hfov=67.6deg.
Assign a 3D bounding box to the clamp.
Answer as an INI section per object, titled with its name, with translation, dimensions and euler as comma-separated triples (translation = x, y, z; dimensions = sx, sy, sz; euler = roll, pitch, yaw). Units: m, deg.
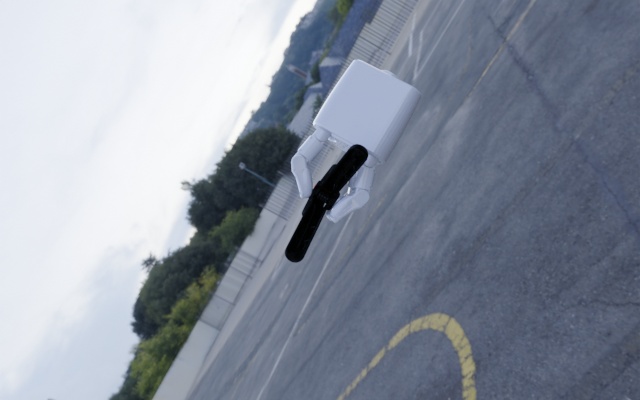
[clamp]
translation = 0.000, 0.002, 0.661
dimensions = 0.036, 0.164, 0.210
euler = 33, -1, -5
